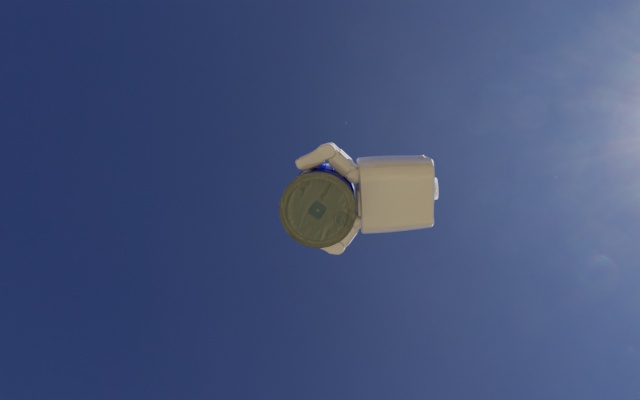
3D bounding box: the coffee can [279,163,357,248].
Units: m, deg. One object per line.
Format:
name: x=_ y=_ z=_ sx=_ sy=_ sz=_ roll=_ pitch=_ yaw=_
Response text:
coffee can: x=0.000 y=0.002 z=0.695 sx=0.103 sy=0.103 sz=0.140 roll=0 pitch=9 yaw=3
